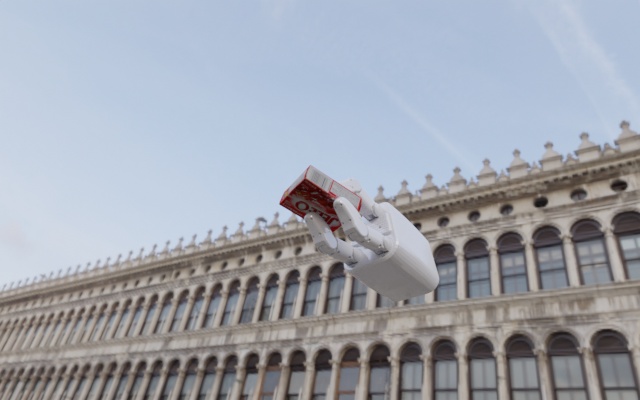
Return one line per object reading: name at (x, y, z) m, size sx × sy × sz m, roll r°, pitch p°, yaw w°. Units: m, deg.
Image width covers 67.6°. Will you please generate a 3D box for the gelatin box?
gelatin box at (0.000, 0.002, 0.649) m, size 0.089 × 0.030 × 0.073 m, roll 32°, pitch -42°, yaw -15°
